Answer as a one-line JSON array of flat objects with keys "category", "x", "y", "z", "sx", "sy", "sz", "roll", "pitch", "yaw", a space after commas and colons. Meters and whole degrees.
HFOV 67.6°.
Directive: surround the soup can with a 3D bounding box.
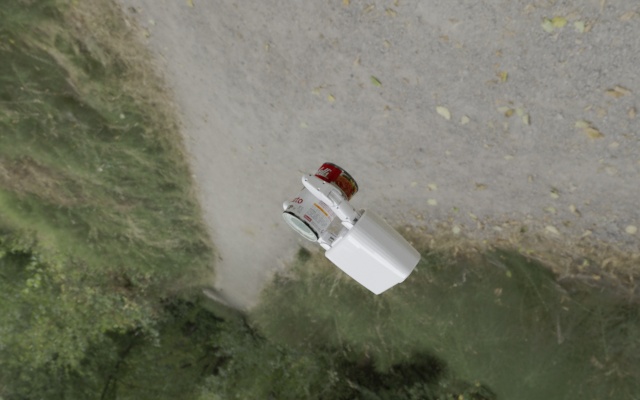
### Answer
[{"category": "soup can", "x": 0.000, "y": 0.002, "z": 0.712, "sx": 0.068, "sy": 0.102, "sz": 0.068, "roll": 35, "pitch": -19, "yaw": 13}]
